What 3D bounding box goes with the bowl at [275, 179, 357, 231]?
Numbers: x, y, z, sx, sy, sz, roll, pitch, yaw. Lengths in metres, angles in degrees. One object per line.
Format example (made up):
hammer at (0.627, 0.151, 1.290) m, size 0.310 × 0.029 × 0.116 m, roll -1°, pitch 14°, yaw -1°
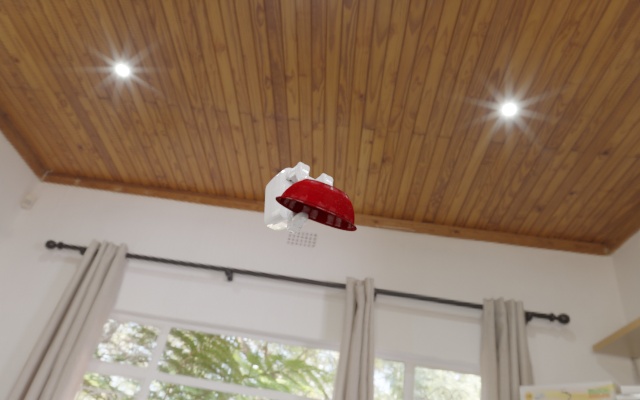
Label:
bowl at (0.001, 0.003, 0.887) m, size 0.162 × 0.055 × 0.162 m, roll 21°, pitch -10°, yaw 4°
